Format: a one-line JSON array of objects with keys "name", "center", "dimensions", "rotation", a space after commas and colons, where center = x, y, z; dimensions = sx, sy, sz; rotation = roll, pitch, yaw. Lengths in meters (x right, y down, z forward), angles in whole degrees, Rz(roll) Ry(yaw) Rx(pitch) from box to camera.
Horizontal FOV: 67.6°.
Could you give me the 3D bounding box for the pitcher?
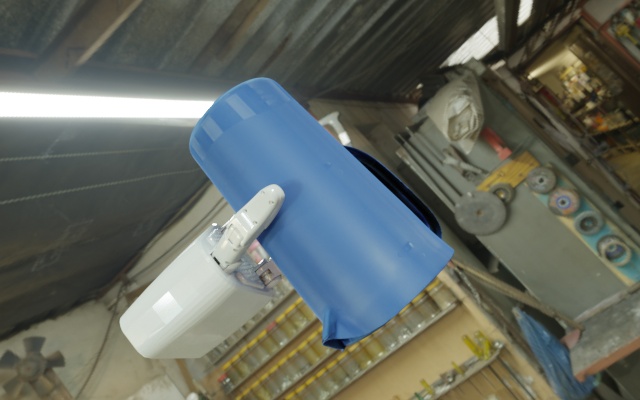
[{"name": "pitcher", "center": [0.000, 0.002, 0.449], "dimensions": [0.145, 0.243, 0.149], "rotation": [-43, -9, 6]}]
